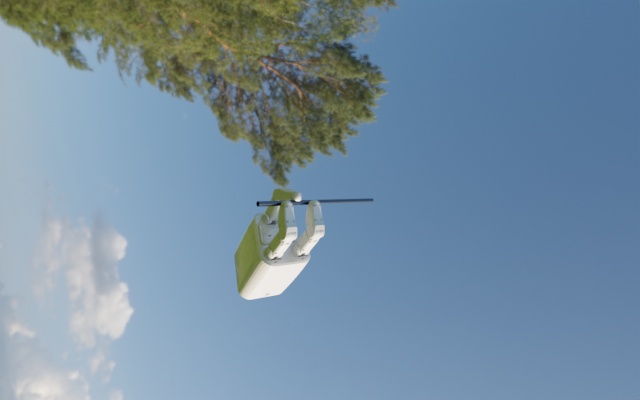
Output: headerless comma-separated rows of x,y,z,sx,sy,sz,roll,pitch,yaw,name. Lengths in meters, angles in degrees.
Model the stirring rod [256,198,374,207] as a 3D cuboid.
0.000,0.003,0.777,0.239,0.011,0.011,-2,1,-40,stirring rod
